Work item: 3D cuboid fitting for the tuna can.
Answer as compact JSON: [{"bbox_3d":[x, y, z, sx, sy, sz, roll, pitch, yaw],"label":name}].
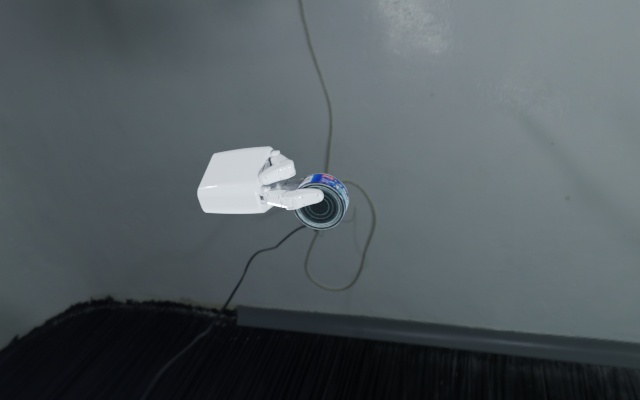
[{"bbox_3d":[0.000,0.003,0.746,0.086,0.086,0.033,0,29,12],"label":"tuna can"}]
